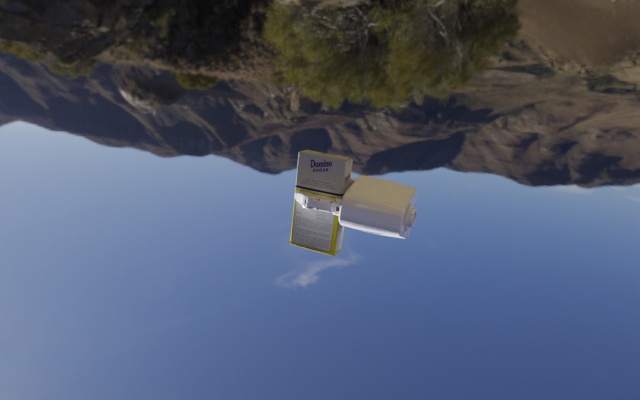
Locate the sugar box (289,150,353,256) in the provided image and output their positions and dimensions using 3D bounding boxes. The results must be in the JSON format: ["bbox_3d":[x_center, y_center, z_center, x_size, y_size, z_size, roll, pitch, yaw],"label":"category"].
[{"bbox_3d":[0.000,0.003,0.863,0.093,0.176,0.048,13,13,20],"label":"sugar box"}]
